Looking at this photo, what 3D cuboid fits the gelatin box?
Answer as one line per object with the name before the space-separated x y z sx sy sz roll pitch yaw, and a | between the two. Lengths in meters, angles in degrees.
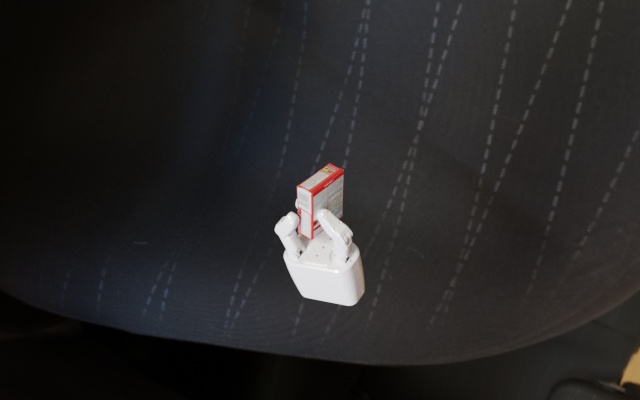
gelatin box | 0.000 0.002 0.686 0.030 0.089 0.073 27 46 30
